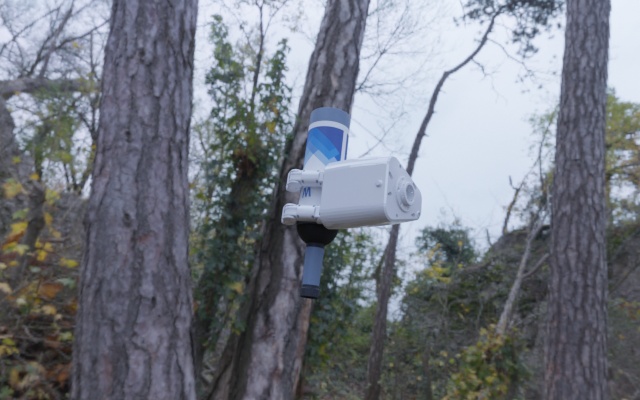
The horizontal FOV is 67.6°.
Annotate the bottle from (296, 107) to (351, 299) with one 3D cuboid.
[{"bbox_3d":[0.000,0.002,0.740,0.069,0.295,0.069,6,-17,2],"label":"bottle"}]
